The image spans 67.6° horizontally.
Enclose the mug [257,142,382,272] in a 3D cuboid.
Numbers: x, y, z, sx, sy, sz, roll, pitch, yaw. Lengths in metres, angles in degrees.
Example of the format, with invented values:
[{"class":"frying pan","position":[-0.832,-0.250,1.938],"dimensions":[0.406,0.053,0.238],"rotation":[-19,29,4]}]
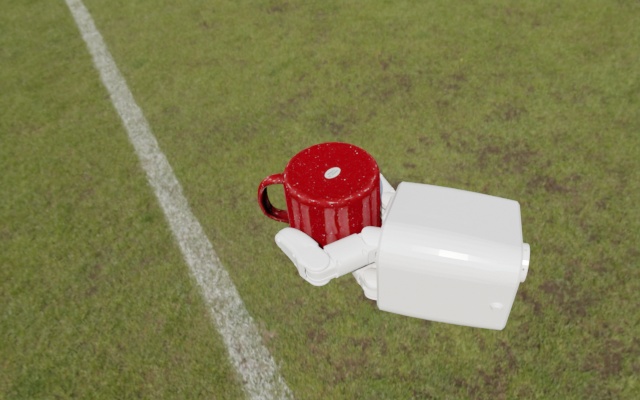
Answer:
[{"class":"mug","position":[-0.001,0.001,0.423],"dimensions":[0.117,0.082,0.093],"rotation":[9,46,15]}]
